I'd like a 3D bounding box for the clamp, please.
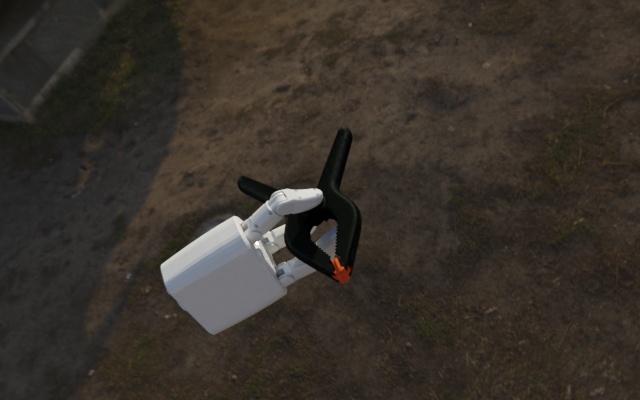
[{"bbox_3d":[0.000,0.002,0.577,0.164,0.209,0.036,-32,-39,0],"label":"clamp"}]
